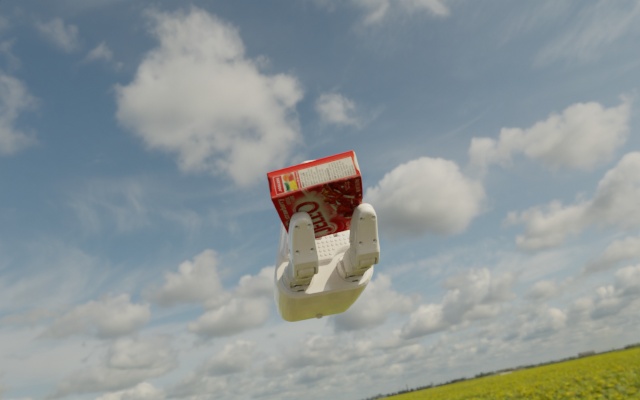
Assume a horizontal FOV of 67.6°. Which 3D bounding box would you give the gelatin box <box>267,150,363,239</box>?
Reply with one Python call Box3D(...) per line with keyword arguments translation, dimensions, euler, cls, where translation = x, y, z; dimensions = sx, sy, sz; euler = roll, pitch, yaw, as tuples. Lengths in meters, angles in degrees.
Box3D(translation=(0.000, 0.001, 0.411), dimensions=(0.073, 0.030, 0.089), euler=(-14, -31, 0), cls="gelatin box")
